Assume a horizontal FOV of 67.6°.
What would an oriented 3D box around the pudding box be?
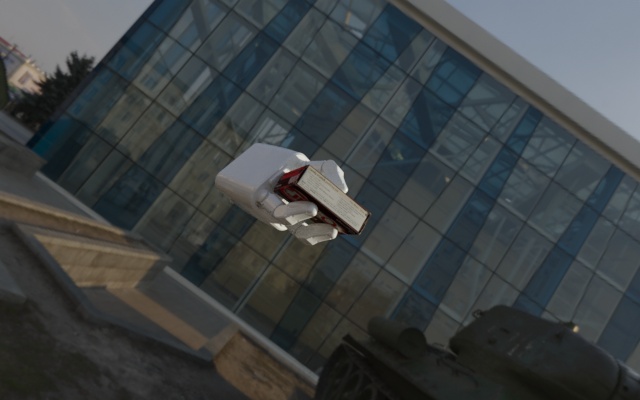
[{"bbox_3d":[0.000,0.002,0.649,0.113,0.039,0.090,36,-16,-17],"label":"pudding box"}]
